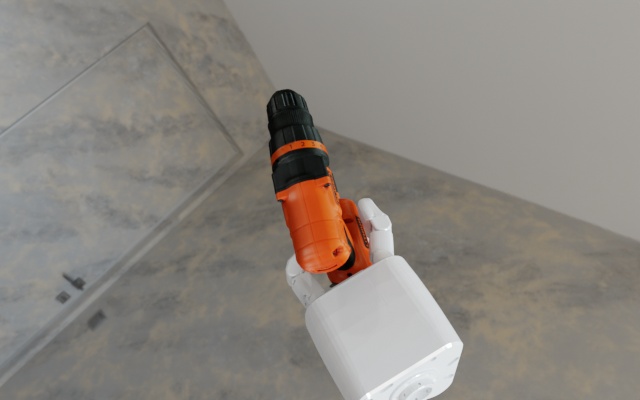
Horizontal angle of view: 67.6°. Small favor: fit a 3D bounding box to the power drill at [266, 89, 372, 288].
[{"bbox_3d":[0.000,0.002,0.489,0.057,0.184,0.188,-17,-26,10],"label":"power drill"}]
